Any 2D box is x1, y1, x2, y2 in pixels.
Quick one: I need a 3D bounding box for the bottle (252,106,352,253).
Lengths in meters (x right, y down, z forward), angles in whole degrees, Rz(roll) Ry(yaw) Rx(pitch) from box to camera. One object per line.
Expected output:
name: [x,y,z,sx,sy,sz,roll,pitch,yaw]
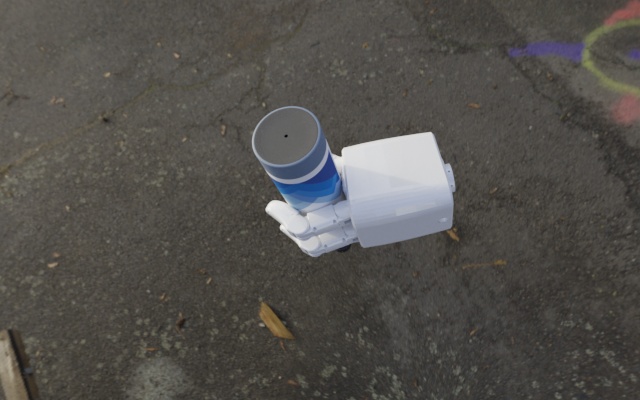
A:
bottle: [0.000,0.002,0.569,0.069,0.069,0.296,0,-25,14]
